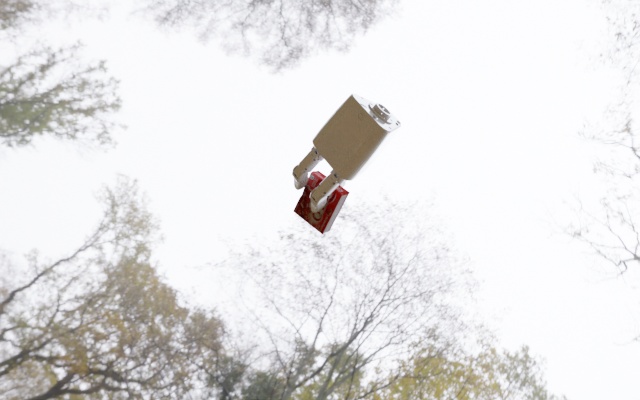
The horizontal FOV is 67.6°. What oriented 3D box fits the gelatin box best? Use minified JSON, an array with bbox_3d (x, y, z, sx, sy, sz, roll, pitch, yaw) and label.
[{"bbox_3d":[0.000,0.003,0.847,0.073,0.089,0.030,37,27,22],"label":"gelatin box"}]
